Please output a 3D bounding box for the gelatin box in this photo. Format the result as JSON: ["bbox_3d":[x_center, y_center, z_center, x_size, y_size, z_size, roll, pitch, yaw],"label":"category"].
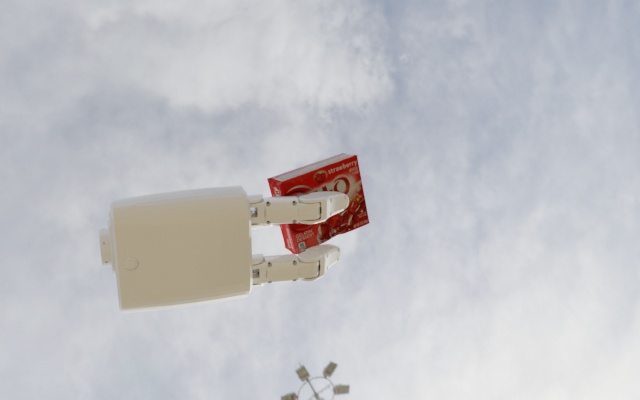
[{"bbox_3d":[0.000,0.001,0.464,0.089,0.073,0.030,-21,20,-25],"label":"gelatin box"}]
